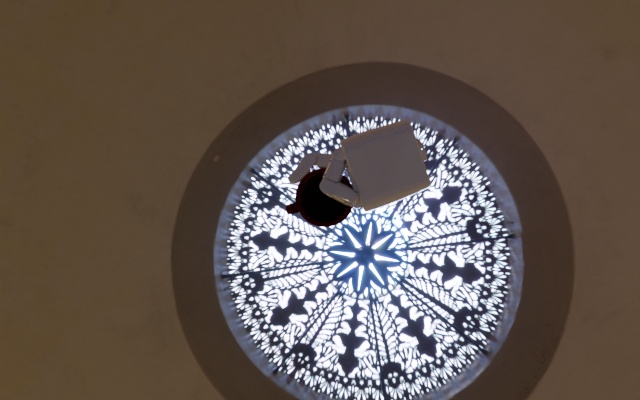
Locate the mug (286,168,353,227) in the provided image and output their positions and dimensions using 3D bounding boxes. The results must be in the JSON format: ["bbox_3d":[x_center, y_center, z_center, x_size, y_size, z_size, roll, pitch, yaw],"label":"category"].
[{"bbox_3d":[-0.001,0.003,0.786,0.117,0.093,0.081,-18,-7,5],"label":"mug"}]
